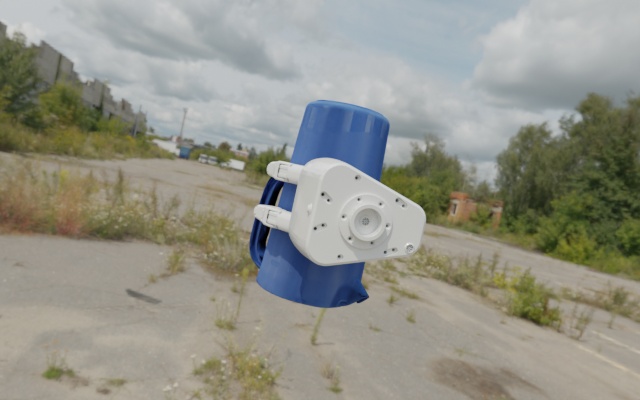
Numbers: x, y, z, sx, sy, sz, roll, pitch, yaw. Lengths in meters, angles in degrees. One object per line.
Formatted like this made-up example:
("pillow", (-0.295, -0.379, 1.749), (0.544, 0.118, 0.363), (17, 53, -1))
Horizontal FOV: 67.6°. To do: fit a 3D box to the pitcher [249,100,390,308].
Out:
("pitcher", (0.000, 0.002, 0.608), (0.149, 0.243, 0.145), (12, 3, -10))
